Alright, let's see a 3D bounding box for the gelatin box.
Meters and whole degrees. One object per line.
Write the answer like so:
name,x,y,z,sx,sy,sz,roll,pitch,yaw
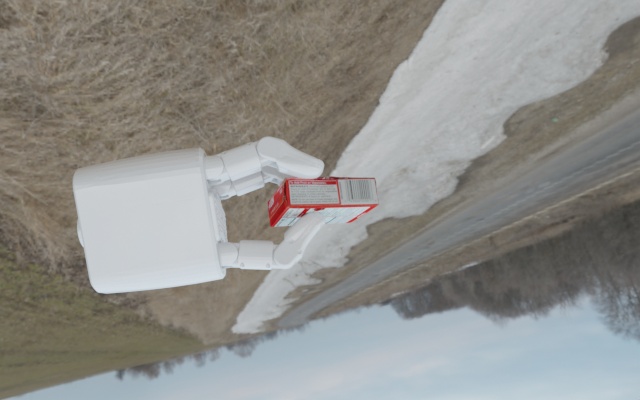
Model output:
gelatin box,0.000,0.002,0.454,0.089,0.030,0.073,-1,-15,-18
